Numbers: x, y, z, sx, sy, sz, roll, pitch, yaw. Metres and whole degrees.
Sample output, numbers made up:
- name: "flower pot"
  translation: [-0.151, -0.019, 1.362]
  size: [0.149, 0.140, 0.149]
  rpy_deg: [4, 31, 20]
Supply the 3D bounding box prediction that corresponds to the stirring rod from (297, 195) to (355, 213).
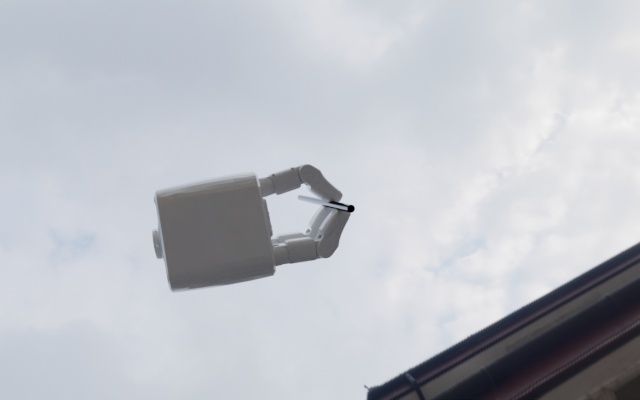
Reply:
- name: "stirring rod"
  translation: [0.000, 0.002, 0.581]
  size: [0.011, 0.011, 0.239]
  rpy_deg: [0, 3, -14]
